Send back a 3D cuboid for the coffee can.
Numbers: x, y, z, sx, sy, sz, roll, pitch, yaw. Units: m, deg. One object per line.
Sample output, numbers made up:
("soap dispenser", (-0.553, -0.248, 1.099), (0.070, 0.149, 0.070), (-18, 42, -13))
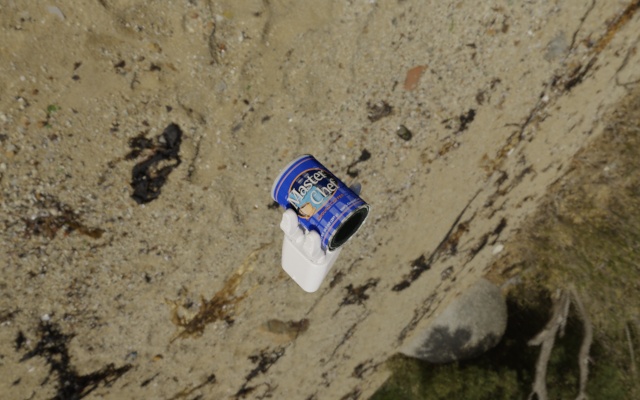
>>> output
("coffee can", (0.000, 0.002, 0.807), (0.140, 0.103, 0.103), (42, 18, 21))
